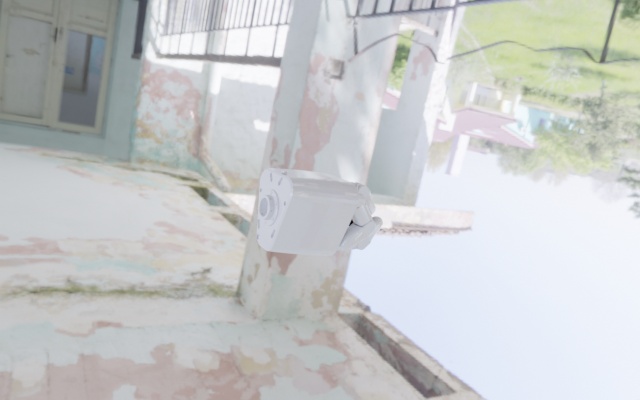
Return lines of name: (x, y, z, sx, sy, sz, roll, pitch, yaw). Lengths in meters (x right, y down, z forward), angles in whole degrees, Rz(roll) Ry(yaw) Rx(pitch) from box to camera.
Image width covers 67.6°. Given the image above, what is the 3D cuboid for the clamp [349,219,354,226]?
clamp: (0.000, 0.003, 0.757, 0.120, 0.039, 0.171, 6, 11, -34)
